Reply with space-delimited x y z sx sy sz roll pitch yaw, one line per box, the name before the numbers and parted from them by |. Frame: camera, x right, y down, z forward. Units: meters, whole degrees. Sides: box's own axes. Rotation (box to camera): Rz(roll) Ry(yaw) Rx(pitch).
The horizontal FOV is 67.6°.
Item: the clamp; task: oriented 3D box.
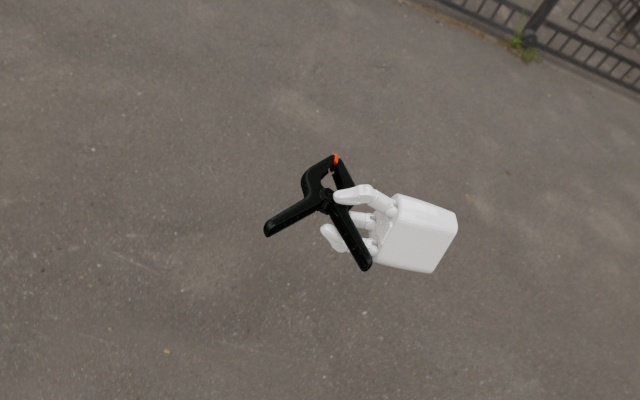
clamp | 0.001 0.002 0.733 0.164 0.209 0.036 16 -44 -15
